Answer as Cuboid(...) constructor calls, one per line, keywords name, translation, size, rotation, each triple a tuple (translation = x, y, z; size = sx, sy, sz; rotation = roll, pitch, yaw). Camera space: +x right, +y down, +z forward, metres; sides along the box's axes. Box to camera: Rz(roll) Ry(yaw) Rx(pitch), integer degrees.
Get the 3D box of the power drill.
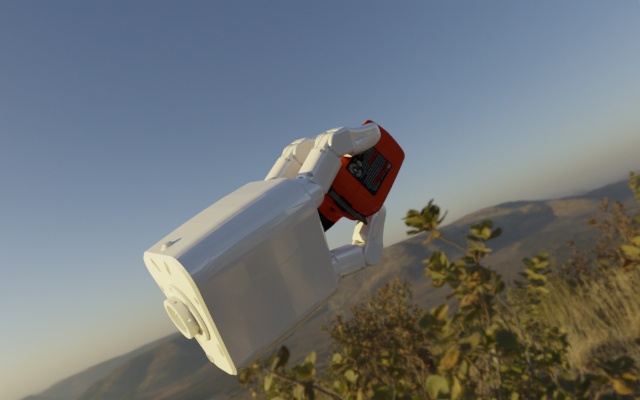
Cuboid(name="power drill", translation=(0.000, 0.001, 0.487), size=(0.188, 0.057, 0.184), rotation=(-42, 12, 43))
